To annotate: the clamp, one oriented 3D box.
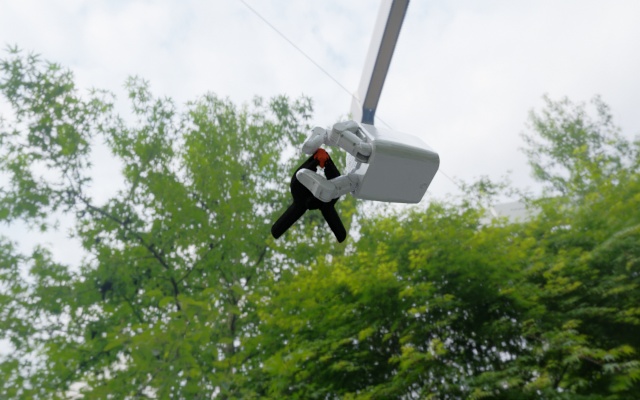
[{"bbox_3d":[0.000,0.002,0.726,0.120,0.172,0.039,7,40,-17],"label":"clamp"}]
